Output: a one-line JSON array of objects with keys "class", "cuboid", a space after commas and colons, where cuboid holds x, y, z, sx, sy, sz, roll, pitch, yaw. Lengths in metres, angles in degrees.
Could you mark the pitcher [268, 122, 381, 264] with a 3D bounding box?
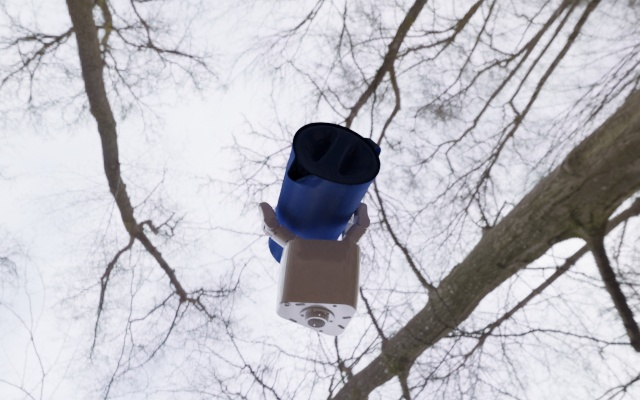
[{"class": "pitcher", "cuboid": [0.000, 0.003, 0.768, 0.149, 0.145, 0.243, 13, -45, -10]}]
